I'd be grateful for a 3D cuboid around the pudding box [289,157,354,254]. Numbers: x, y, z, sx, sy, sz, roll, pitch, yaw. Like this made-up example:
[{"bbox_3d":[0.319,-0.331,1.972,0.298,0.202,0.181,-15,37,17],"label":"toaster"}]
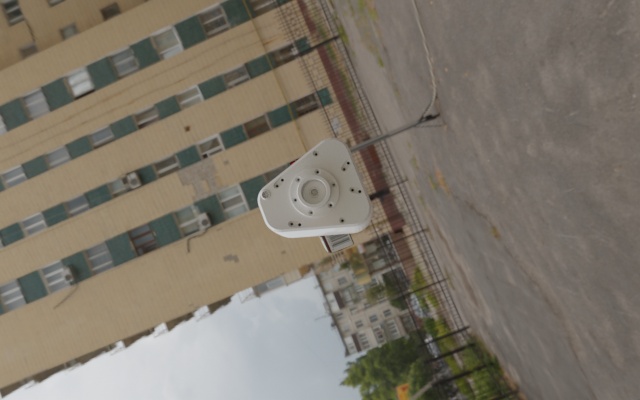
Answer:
[{"bbox_3d":[0.000,0.002,0.633,0.039,0.113,0.090,-22,22,-2],"label":"pudding box"}]
